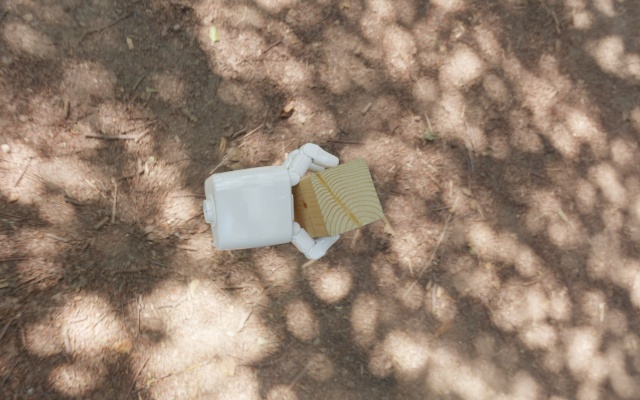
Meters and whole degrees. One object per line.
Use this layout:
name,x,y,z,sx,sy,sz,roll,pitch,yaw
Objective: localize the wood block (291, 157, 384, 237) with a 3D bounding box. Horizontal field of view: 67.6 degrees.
wood block,0.000,0.003,0.743,0.090,0.091,0.206,-20,3,-21
